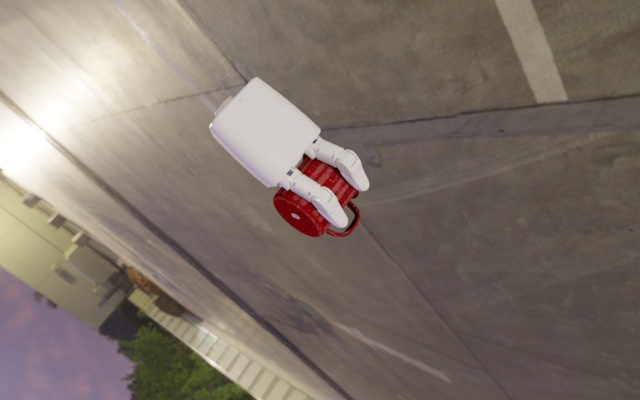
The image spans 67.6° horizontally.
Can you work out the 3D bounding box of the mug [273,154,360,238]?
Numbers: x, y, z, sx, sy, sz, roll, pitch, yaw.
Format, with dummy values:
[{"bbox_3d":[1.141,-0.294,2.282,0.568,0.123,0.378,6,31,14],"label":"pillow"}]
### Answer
[{"bbox_3d":[0.001,0.003,0.634,0.117,0.081,0.093,41,-22,-7],"label":"mug"}]
